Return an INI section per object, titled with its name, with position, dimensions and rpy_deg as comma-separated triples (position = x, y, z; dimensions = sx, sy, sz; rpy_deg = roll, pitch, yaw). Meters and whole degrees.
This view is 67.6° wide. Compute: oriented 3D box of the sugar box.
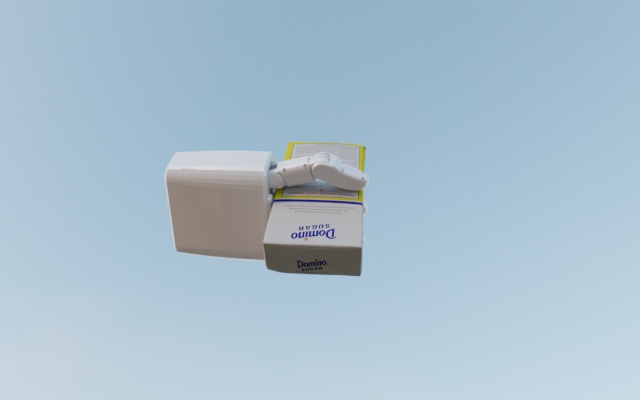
[sugar box]
position = 0.000, 0.002, 0.506
dimensions = 0.093, 0.048, 0.176
rpy_deg = 3, 41, 5
